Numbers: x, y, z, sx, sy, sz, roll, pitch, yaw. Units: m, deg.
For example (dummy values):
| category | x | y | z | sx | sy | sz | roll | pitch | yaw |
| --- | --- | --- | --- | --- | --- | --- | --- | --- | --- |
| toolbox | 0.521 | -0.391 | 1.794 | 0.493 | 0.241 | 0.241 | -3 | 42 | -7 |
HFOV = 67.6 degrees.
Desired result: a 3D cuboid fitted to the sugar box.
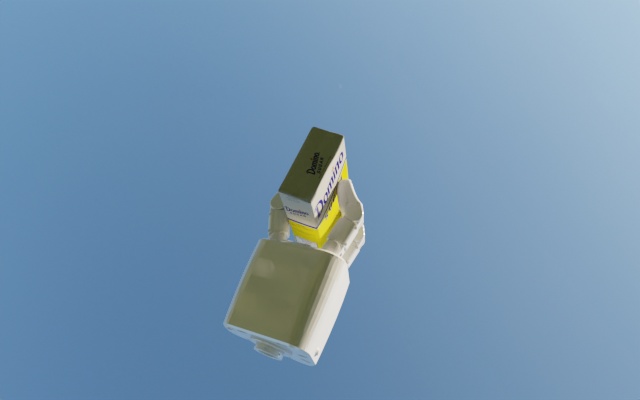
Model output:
| category | x | y | z | sx | sy | sz | roll | pitch | yaw |
| --- | --- | --- | --- | --- | --- | --- | --- | --- | --- |
| sugar box | 0.001 | 0.002 | 0.583 | 0.048 | 0.093 | 0.176 | 20 | -25 | 14 |
